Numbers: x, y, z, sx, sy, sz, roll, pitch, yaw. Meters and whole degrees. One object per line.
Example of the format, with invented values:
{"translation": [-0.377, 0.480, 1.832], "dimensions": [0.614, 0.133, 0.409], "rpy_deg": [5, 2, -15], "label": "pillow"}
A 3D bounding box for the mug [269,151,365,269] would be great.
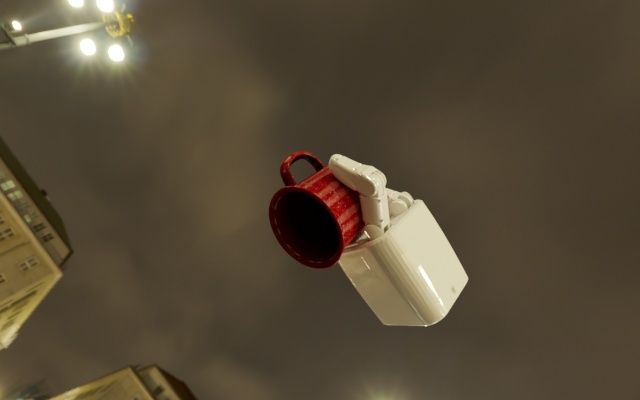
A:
{"translation": [-0.001, 0.000, 0.504], "dimensions": [0.093, 0.117, 0.081], "rpy_deg": [-28, 6, 45], "label": "mug"}
